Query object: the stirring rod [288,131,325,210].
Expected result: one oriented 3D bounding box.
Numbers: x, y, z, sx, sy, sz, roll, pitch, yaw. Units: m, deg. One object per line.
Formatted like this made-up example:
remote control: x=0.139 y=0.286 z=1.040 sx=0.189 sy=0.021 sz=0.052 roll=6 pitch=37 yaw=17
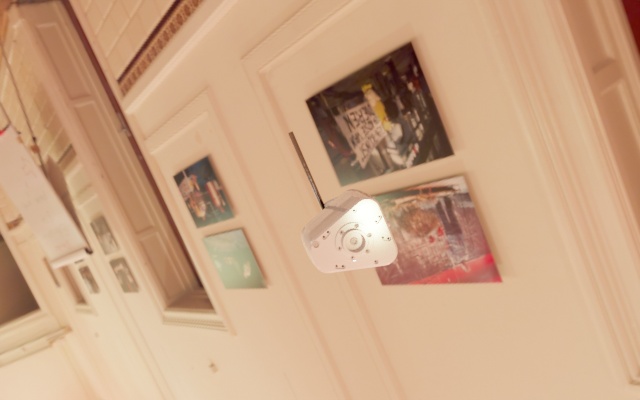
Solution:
stirring rod: x=0.000 y=0.002 z=0.764 sx=0.011 sy=0.239 sz=0.011 roll=-23 pitch=7 yaw=3
